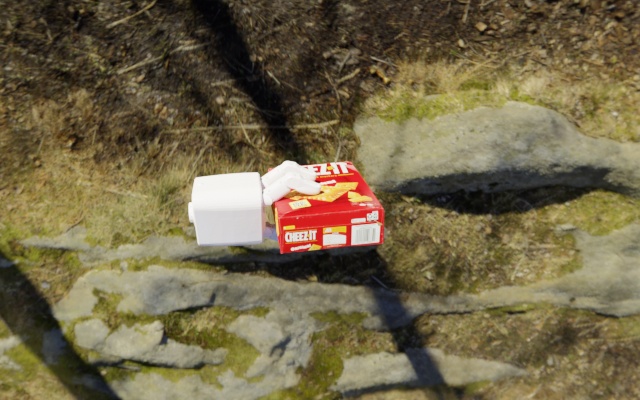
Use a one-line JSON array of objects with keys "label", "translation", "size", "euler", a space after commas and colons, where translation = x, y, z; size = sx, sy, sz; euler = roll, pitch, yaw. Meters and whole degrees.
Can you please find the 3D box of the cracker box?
[{"label": "cracker box", "translation": [0.000, 0.003, 0.810], "size": [0.164, 0.072, 0.213], "euler": [-5, 25, -9]}]
